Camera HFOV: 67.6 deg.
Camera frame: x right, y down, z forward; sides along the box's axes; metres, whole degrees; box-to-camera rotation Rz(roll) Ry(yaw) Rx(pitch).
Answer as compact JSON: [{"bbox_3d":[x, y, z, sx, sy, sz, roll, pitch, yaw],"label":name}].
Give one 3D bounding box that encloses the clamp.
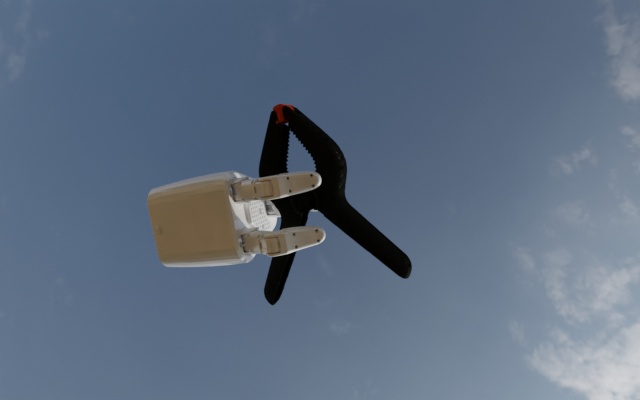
[{"bbox_3d":[0.000,0.001,0.493,0.164,0.210,0.036,-8,6,19],"label":"clamp"}]
